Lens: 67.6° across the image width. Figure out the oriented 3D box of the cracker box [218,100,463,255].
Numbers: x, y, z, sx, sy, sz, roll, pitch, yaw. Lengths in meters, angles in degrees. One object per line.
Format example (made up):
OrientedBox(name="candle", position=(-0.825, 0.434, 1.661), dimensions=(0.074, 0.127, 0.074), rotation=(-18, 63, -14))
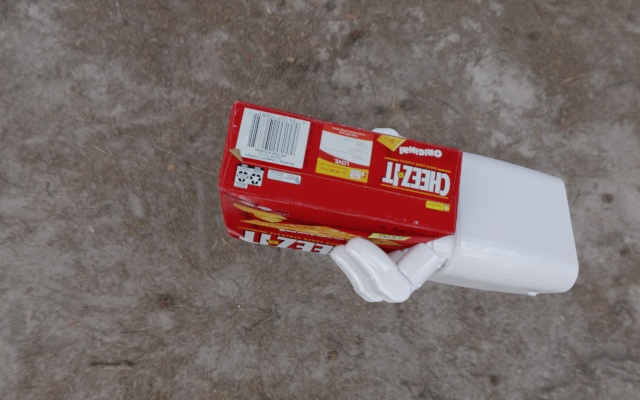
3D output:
OrientedBox(name="cracker box", position=(0.000, 0.001, 0.417), dimensions=(0.164, 0.072, 0.214), rotation=(11, -14, -7))
